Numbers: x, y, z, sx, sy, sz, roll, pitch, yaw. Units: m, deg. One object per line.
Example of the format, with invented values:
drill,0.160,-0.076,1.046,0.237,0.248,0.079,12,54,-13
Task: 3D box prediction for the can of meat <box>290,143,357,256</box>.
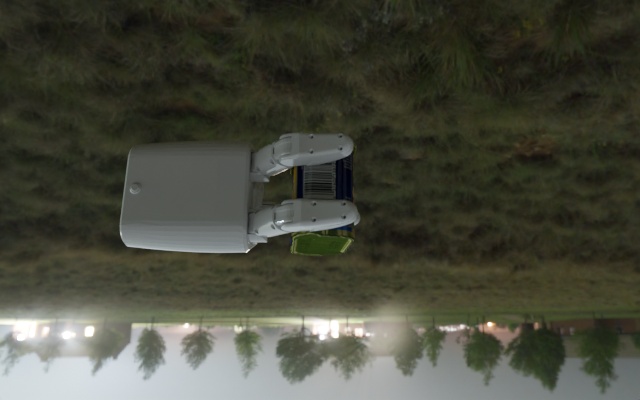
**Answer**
can of meat,0.000,0.002,0.432,0.057,0.084,0.102,2,-16,-4
